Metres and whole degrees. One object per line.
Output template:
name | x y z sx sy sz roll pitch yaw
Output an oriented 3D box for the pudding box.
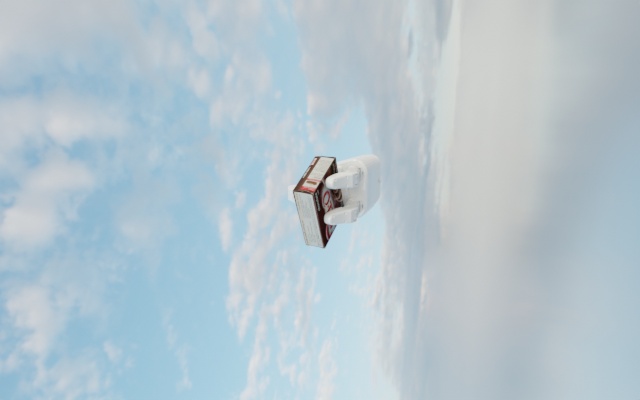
pudding box | 0.000 0.002 0.728 0.039 0.114 0.090 6 42 23
